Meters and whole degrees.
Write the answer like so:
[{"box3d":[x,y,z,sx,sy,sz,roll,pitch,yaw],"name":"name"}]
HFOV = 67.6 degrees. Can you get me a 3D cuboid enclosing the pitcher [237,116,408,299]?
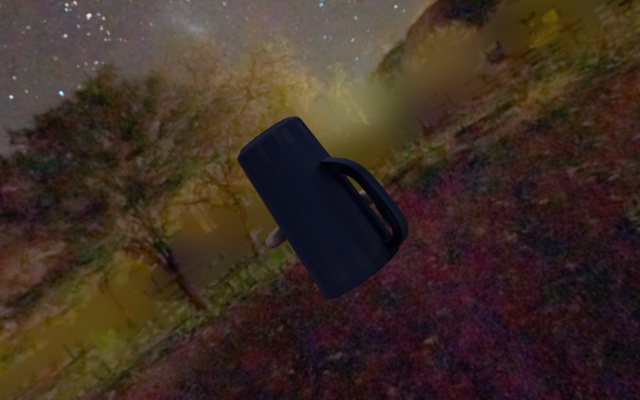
[{"box3d":[0.000,0.002,0.670,0.149,0.243,0.145,-35,3,-4],"name":"pitcher"}]
